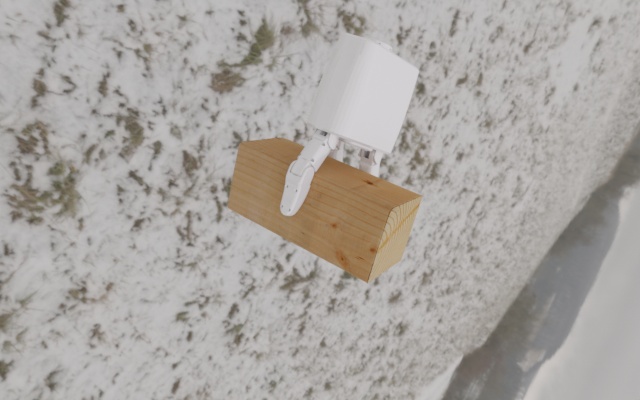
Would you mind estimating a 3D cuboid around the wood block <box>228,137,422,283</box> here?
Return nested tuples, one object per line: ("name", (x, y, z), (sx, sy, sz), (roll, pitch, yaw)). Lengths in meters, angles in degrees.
("wood block", (0.000, 0.002, 0.570), (0.206, 0.090, 0.091), (25, 23, 27))
